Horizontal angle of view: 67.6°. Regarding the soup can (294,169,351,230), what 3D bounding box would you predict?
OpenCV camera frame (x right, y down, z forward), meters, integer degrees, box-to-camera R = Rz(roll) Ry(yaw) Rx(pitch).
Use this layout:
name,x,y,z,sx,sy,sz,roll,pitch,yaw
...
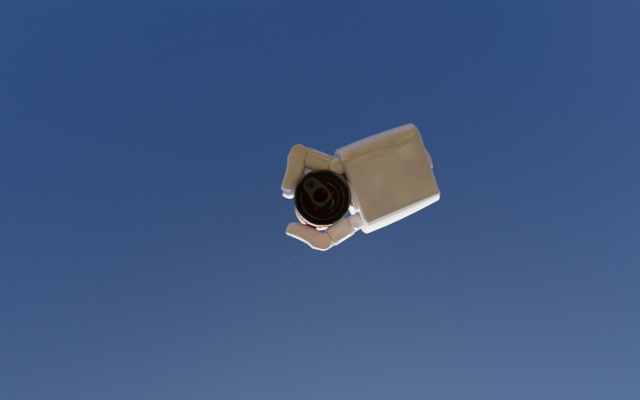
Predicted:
name,x,y,z,sx,sy,sz,roll,pitch,yaw
soup can,0.000,0.002,0.612,0.068,0.068,0.102,0,-7,-3
